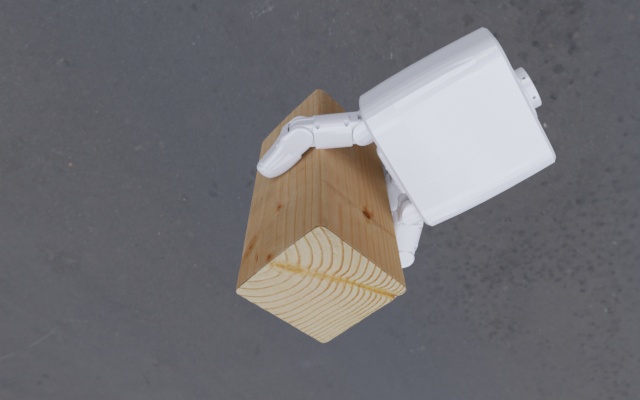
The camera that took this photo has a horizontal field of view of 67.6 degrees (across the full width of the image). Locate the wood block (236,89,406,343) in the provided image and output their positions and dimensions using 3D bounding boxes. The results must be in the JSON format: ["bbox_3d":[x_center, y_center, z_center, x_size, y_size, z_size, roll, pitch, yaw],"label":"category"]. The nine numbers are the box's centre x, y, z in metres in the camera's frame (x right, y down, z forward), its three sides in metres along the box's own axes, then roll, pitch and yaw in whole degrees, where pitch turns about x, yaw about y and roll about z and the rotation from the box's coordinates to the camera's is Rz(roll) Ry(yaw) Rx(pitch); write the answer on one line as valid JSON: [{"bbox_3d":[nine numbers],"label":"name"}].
[{"bbox_3d":[0.000,0.001,0.419,0.091,0.206,0.090,38,-61,-25],"label":"wood block"}]
